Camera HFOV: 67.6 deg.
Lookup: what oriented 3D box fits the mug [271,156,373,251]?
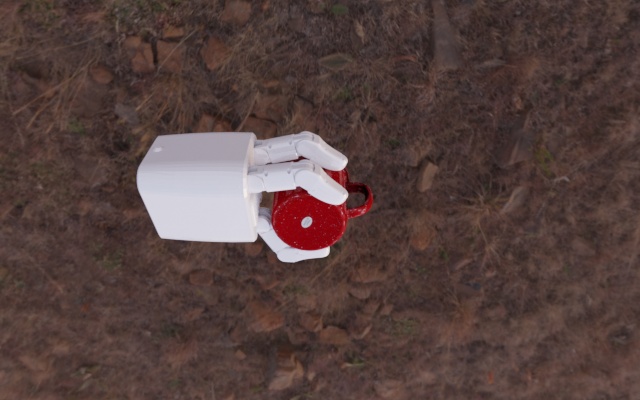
[{"bbox_3d":[0.002,0.002,0.536,0.117,0.093,0.081,-1,36,1],"label":"mug"}]
